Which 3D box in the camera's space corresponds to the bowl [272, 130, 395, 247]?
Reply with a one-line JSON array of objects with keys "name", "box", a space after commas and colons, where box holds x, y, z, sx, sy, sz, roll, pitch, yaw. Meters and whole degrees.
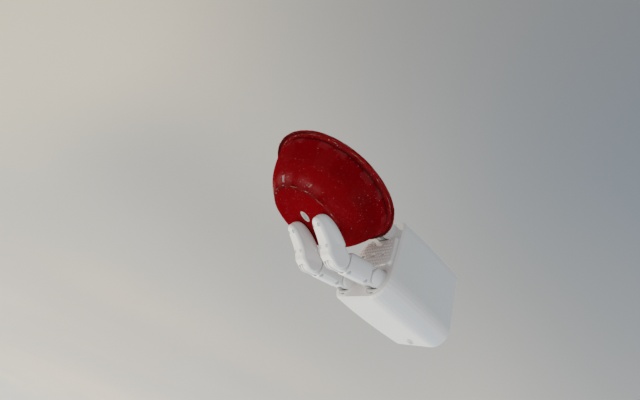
[{"name": "bowl", "box": [-0.001, 0.001, 0.538, 0.162, 0.162, 0.055, 0, 40, 49]}]
